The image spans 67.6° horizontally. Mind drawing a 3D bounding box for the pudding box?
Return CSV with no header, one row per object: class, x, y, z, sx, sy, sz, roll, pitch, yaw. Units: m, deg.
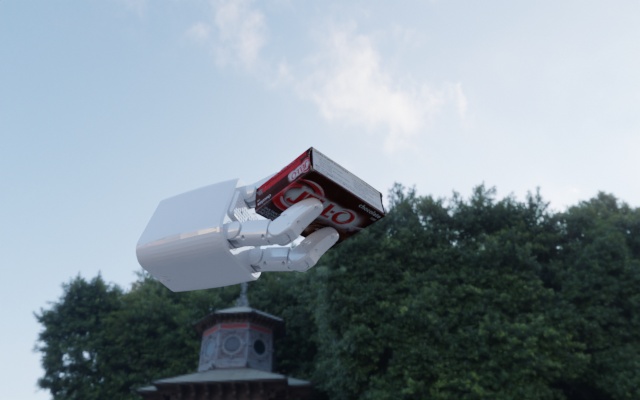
pudding box,0.000,0.002,0.514,0.113,0.039,0.090,28,-47,-35
